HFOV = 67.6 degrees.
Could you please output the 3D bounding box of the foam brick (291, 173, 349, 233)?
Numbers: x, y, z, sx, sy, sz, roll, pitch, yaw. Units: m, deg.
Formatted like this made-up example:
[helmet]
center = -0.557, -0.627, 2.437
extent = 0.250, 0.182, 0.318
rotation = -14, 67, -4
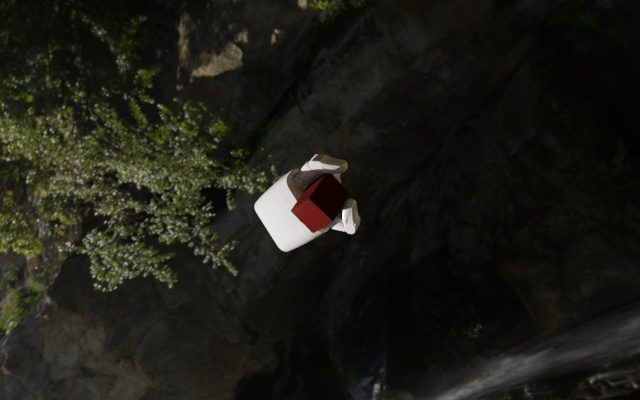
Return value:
[foam brick]
center = 0.000, 0.002, 0.745
extent = 0.051, 0.053, 0.078
rotation = -33, 16, 40
